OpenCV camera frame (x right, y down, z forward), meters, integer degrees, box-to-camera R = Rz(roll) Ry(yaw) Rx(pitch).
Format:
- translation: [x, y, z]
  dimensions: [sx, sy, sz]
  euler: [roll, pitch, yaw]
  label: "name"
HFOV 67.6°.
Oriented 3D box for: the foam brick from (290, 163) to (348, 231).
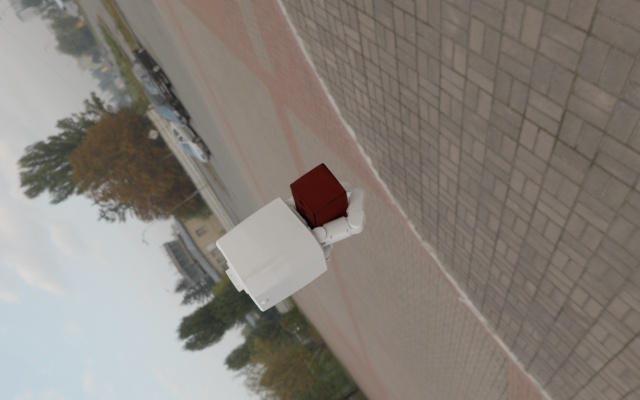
- translation: [0.000, 0.002, 0.609]
  dimensions: [0.051, 0.053, 0.078]
  euler: [-33, -26, -11]
  label: "foam brick"
